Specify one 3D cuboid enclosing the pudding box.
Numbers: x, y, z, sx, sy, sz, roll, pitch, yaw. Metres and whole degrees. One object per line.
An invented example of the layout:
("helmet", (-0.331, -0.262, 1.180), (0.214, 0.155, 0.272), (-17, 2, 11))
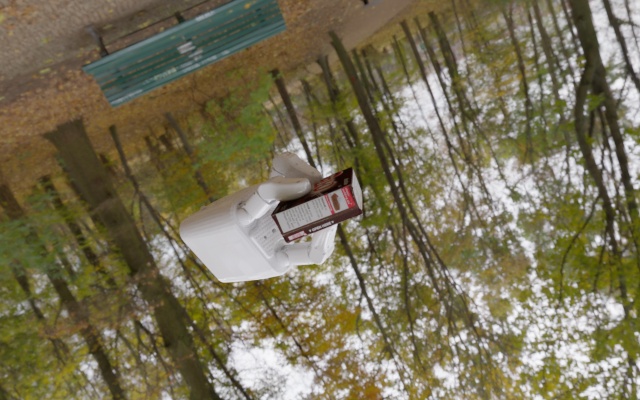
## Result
("pudding box", (0.000, 0.002, 0.532), (0.090, 0.039, 0.113), (-22, 12, 8))
